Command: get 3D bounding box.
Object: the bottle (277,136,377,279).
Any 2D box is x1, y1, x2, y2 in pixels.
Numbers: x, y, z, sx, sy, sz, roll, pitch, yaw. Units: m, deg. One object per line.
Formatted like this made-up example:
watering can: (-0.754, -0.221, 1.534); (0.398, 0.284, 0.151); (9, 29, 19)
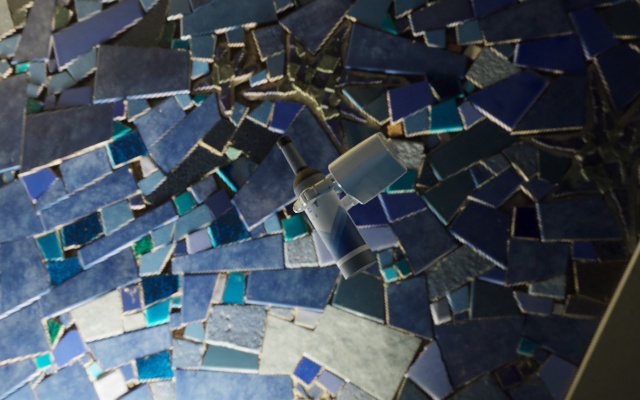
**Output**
bottle: (0.000, 0.003, 0.891); (0.069, 0.295, 0.069); (-29, -15, -9)
